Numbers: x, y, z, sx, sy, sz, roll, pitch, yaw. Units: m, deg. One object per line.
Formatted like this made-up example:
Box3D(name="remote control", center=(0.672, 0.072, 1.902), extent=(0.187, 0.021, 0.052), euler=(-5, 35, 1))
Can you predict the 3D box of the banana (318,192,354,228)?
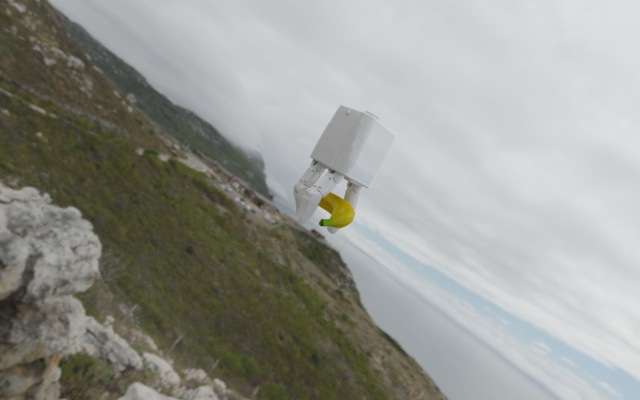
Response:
Box3D(name="banana", center=(0.018, 0.009, 0.820), extent=(0.069, 0.037, 0.197), euler=(19, 10, -14))
